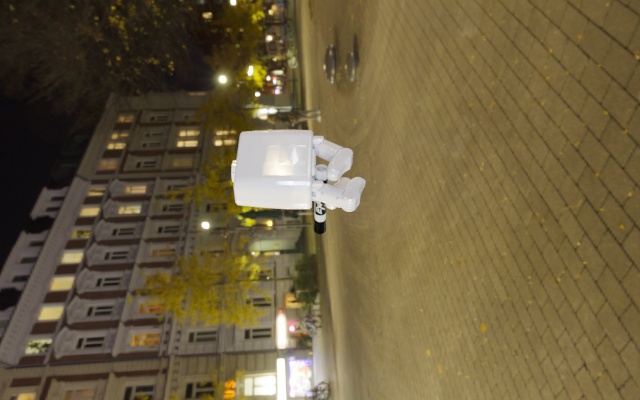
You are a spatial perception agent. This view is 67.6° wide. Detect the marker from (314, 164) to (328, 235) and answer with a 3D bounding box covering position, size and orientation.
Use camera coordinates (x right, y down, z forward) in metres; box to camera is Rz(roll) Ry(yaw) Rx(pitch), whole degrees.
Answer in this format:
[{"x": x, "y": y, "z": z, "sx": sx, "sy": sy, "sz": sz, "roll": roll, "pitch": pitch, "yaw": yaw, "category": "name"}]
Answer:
[{"x": 0.000, "y": 0.002, "z": 0.691, "sx": 0.020, "sy": 0.121, "sz": 0.020, "roll": 1, "pitch": 39, "yaw": -1, "category": "marker"}]
